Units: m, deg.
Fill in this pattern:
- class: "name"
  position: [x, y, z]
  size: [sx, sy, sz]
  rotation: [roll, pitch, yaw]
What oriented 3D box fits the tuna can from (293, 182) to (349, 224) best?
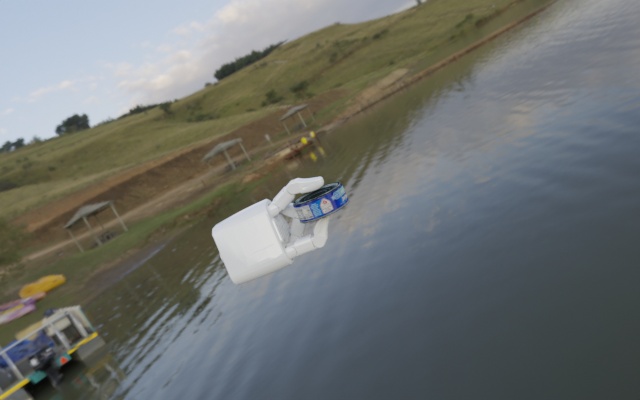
- class: "tuna can"
  position: [0.000, 0.002, 0.755]
  size: [0.086, 0.034, 0.086]
  rotation: [-23, 10, 4]
